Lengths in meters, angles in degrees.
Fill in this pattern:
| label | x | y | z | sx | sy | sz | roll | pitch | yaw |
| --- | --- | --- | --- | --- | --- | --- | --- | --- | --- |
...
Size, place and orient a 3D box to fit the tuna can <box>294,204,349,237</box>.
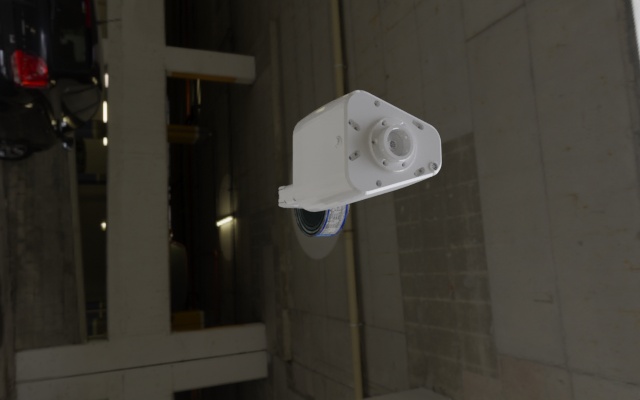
| label | x | y | z | sx | sy | sz | roll | pitch | yaw |
| --- | --- | --- | --- | --- | --- | --- | --- | --- | --- |
| tuna can | 0.001 | 0.002 | 0.591 | 0.034 | 0.086 | 0.086 | 0 | 0 | -29 |
